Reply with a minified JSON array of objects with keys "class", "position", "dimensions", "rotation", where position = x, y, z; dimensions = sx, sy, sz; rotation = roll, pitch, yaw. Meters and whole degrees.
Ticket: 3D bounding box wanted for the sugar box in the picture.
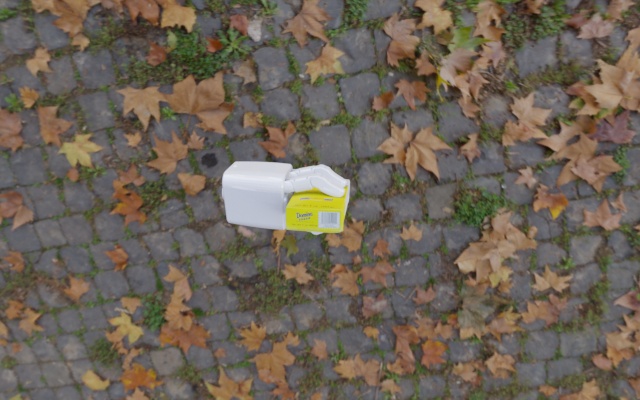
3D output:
[{"class":"sugar box","position":[0.000,0.002,0.833],"dimensions":[0.093,0.048,0.176],"rotation":[3,21,5]}]
